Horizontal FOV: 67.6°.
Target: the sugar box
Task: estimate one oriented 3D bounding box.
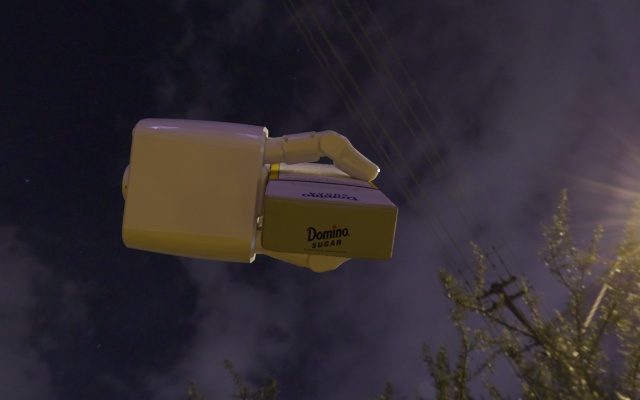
[{"bbox_3d":[0.000,0.002,0.406,0.093,0.048,0.176,5,14,-4],"label":"sugar box"}]
